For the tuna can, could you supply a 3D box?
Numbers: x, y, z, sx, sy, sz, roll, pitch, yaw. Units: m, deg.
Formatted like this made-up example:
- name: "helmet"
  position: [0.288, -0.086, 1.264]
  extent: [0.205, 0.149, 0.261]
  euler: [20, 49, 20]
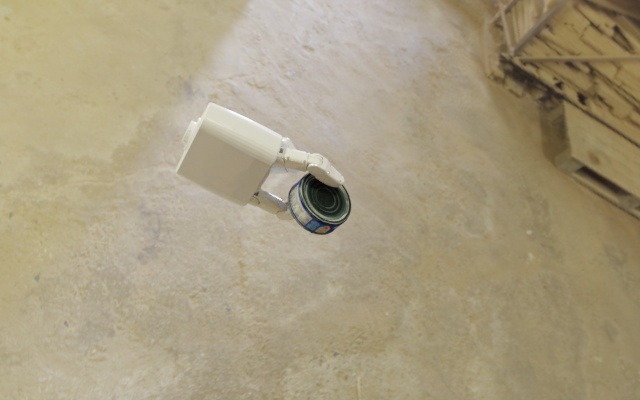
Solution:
- name: "tuna can"
  position: [0.000, 0.002, 0.658]
  extent: [0.086, 0.086, 0.034]
  euler: [0, -27, -37]
